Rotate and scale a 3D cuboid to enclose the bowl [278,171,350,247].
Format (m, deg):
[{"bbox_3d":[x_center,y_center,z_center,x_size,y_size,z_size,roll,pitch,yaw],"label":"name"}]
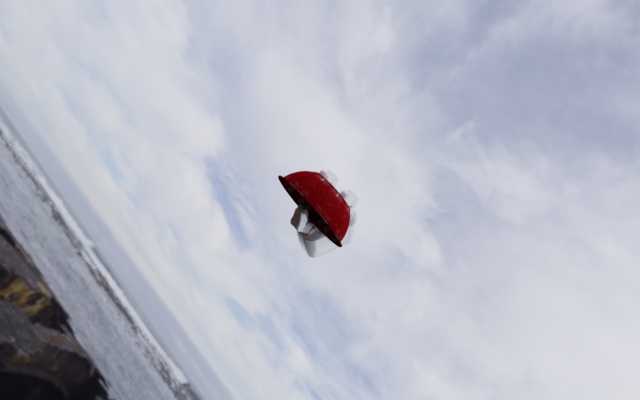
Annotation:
[{"bbox_3d":[0.000,0.002,0.810,0.055,0.162,0.162,-41,7,-8],"label":"bowl"}]
